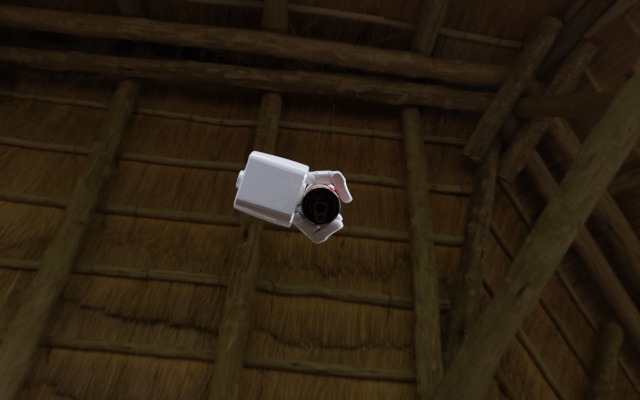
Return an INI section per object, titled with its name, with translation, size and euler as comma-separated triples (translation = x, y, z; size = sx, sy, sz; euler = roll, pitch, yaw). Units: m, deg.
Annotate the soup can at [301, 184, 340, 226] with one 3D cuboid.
[soup can]
translation = 0.001, 0.003, 0.867
size = 0.068, 0.068, 0.102
euler = 0, 9, 0
